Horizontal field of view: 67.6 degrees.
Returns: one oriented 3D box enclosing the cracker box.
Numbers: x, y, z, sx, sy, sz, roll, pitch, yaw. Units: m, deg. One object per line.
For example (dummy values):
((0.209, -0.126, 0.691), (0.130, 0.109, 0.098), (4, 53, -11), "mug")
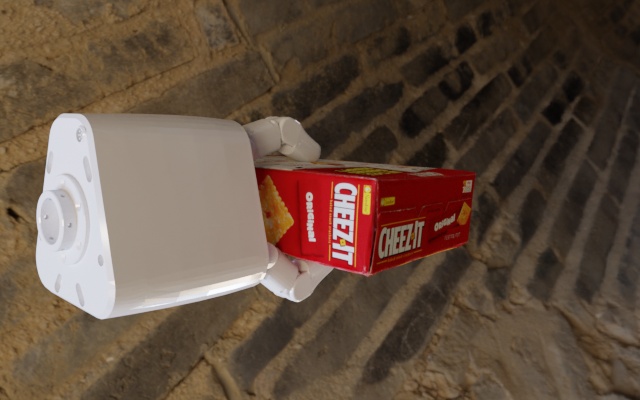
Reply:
((0.000, 0.001, 0.418), (0.213, 0.072, 0.164), (9, 10, 38), "cracker box")
